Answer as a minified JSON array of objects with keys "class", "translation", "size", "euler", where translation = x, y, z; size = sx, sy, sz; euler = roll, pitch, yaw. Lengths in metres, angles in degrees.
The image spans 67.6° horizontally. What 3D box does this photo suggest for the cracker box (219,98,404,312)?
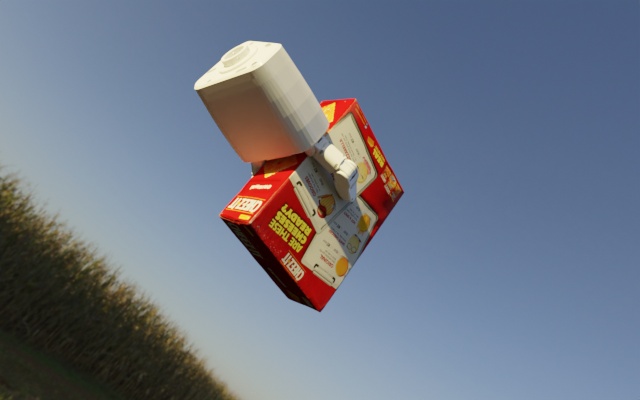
[{"class":"cracker box","translation":[0.000,0.002,0.602],"size":[0.072,0.164,0.213],"euler":[8,51,46]}]
